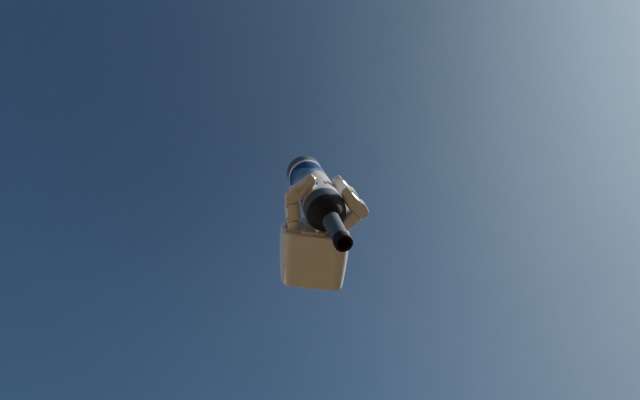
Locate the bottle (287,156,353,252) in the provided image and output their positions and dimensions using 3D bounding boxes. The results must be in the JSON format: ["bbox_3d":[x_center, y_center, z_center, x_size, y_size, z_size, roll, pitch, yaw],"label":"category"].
[{"bbox_3d":[0.000,0.002,0.797,0.069,0.069,0.295,0,23,-14],"label":"bottle"}]
